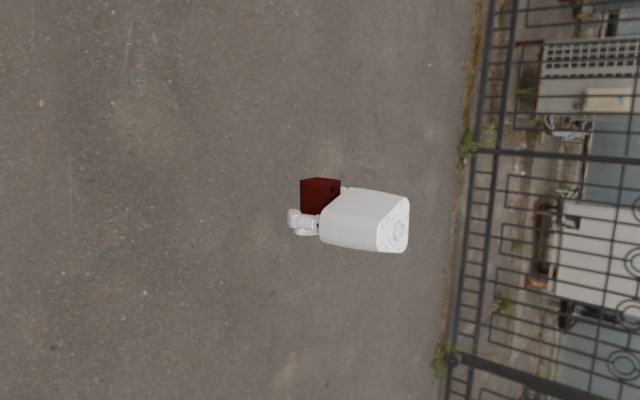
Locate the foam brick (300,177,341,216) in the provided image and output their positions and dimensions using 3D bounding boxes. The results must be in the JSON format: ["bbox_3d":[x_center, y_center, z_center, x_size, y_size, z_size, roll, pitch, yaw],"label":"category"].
[{"bbox_3d":[0.000,0.002,0.806,0.051,0.078,0.053,9,16,33],"label":"foam brick"}]
